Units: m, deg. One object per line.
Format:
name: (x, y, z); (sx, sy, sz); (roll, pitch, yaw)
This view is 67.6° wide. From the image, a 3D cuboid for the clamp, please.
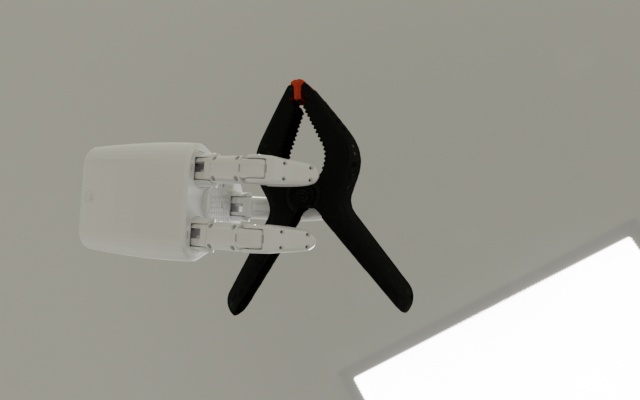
clamp: (0.000, 0.001, 0.414); (0.164, 0.210, 0.036); (2, -2, 16)
